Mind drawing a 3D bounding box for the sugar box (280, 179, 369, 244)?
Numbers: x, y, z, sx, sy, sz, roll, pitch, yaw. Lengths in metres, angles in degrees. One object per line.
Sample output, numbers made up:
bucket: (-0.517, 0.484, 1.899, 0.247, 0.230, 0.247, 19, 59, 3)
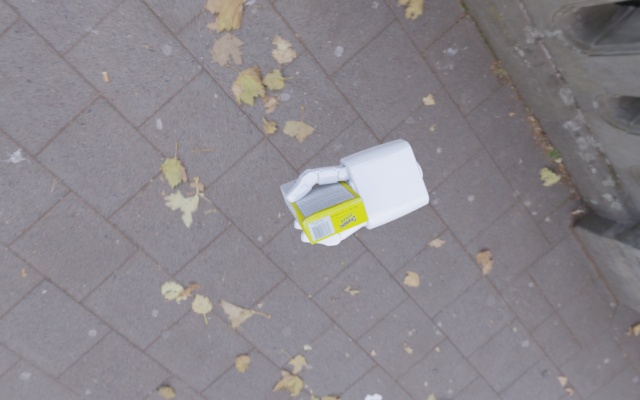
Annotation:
sugar box: (0.000, 0.003, 0.750, 0.093, 0.048, 0.176, -21, 20, -7)
